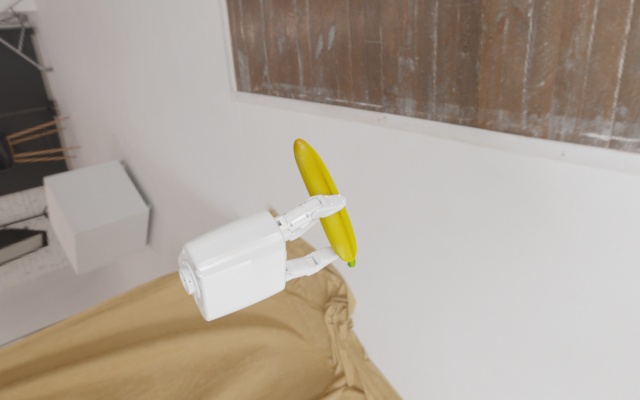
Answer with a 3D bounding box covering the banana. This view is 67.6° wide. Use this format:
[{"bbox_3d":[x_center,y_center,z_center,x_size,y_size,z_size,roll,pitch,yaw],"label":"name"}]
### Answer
[{"bbox_3d":[0.006,0.003,0.646,0.037,0.198,0.069,-22,-1,-16],"label":"banana"}]
